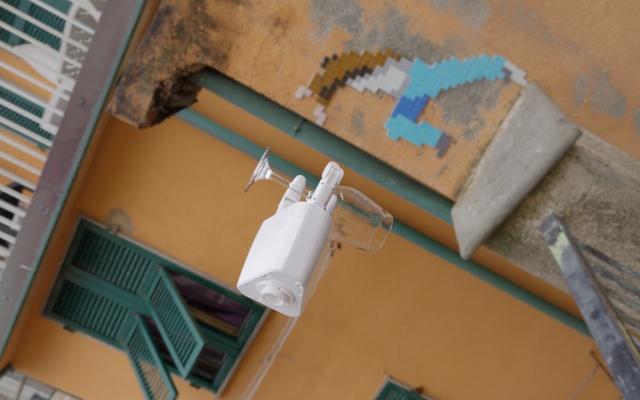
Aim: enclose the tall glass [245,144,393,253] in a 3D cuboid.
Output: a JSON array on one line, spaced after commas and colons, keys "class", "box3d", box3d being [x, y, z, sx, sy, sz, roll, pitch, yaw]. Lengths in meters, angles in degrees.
[{"class": "tall glass", "box3d": [0.000, 0.002, 0.668, 0.201, 0.079, 0.079, 28, -4, -8]}]
